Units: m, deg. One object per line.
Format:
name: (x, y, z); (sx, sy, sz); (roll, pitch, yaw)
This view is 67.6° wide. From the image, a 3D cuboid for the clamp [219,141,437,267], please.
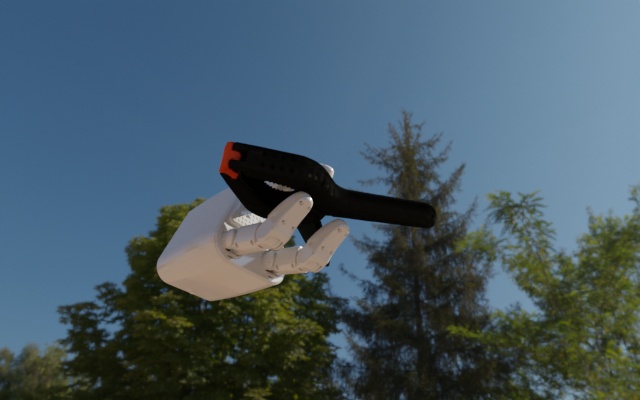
clamp: (0.000, 0.001, 0.466); (0.164, 0.036, 0.210); (-22, -42, 34)
